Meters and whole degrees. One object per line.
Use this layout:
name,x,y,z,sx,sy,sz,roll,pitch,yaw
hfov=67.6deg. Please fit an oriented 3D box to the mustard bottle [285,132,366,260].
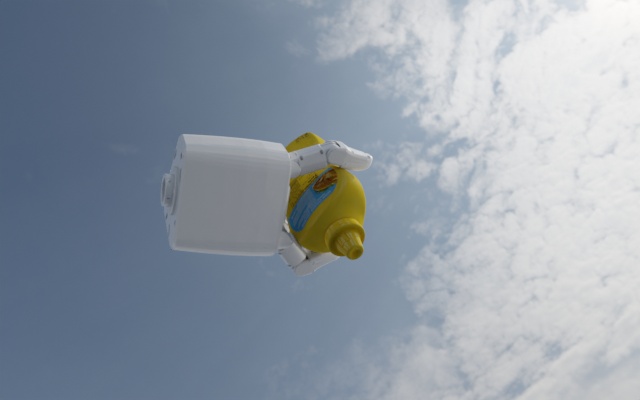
mustard bottle,0.000,0.002,0.536,0.058,0.096,0.191,31,15,-35
